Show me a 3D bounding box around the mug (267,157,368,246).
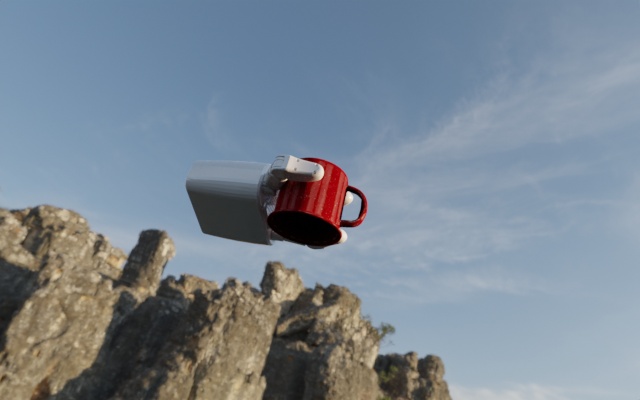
[{"bbox_3d":[0.002,0.002,0.590,0.117,0.081,0.093,7,-28,13],"label":"mug"}]
